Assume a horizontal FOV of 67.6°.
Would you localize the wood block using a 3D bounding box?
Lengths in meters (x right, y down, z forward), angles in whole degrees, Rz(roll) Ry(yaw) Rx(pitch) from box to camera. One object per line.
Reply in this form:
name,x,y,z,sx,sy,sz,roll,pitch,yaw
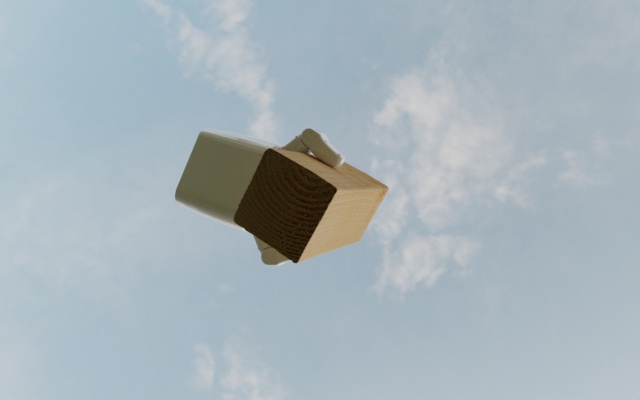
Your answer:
wood block,0.000,0.001,0.575,0.090,0.091,0.206,32,13,18
